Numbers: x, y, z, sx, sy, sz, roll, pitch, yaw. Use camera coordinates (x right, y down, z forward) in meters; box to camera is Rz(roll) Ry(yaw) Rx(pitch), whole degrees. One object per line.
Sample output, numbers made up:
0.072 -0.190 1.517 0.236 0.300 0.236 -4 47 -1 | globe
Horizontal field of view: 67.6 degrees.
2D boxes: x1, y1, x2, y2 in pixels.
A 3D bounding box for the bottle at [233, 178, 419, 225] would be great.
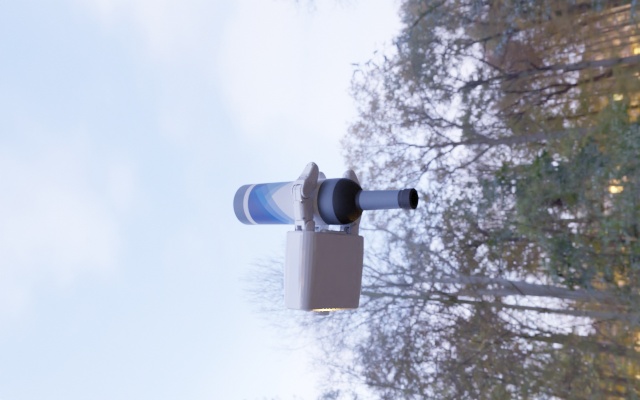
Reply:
0.000 0.002 0.687 0.296 0.069 0.069 -2 -1 37 | bottle
